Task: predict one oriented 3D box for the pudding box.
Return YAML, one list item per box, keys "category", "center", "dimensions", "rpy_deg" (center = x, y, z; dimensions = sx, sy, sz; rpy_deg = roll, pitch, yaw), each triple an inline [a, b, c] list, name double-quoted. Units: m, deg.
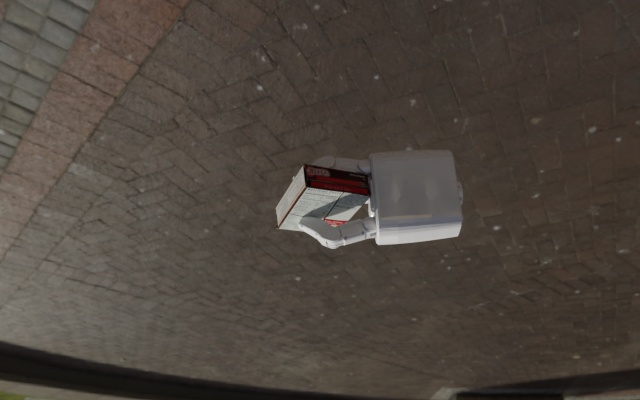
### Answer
- category: "pudding box"
  center: [0.000, 0.002, 0.622]
  dimensions: [0.090, 0.039, 0.113]
  rpy_deg: [9, -36, -22]
